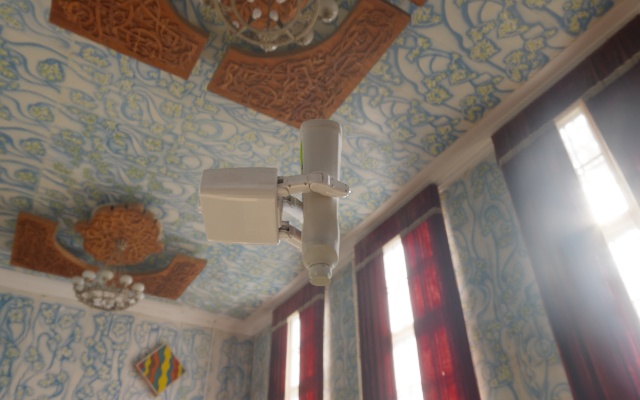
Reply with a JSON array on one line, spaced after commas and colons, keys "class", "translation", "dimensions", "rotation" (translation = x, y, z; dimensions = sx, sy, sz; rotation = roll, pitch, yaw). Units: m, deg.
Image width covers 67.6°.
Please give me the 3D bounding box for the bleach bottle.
[{"class": "bleach bottle", "translation": [0.000, 0.002, 0.704], "dimensions": [0.068, 0.250, 0.103], "rotation": [0, -37, 0]}]
